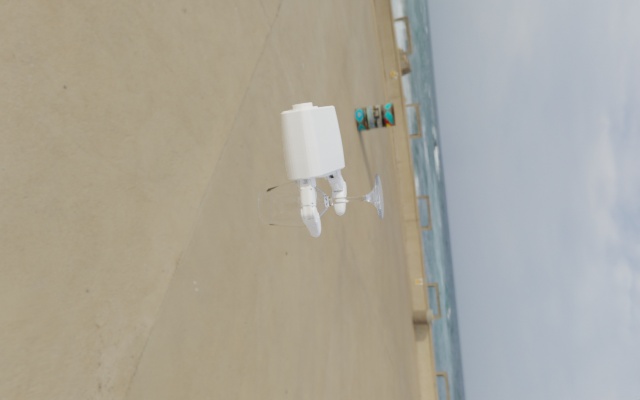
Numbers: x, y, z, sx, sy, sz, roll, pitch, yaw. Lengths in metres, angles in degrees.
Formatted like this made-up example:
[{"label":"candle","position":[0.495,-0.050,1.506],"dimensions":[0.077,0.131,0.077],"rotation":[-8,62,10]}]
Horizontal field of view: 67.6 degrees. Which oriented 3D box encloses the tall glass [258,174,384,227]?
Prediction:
[{"label":"tall glass","position":[0.001,0.003,0.796],"dimensions":[0.201,0.079,0.079],"rotation":[-6,-2,15]}]
